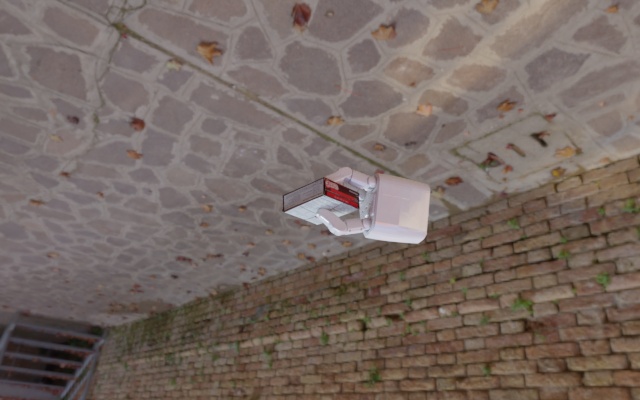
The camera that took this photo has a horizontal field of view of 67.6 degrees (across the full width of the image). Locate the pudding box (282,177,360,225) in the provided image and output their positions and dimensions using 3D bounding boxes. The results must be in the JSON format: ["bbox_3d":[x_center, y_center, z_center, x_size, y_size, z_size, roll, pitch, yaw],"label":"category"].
[{"bbox_3d":[0.000,0.003,0.857,0.090,0.039,0.113,23,-34,-39],"label":"pudding box"}]
